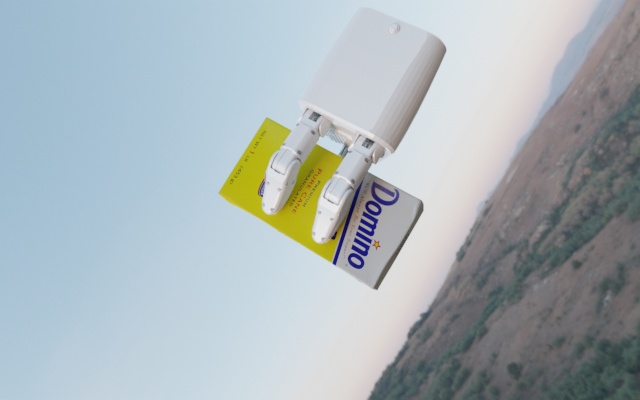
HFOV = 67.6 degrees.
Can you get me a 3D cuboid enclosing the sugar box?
[{"bbox_3d":[0.000,0.001,0.459,0.176,0.093,0.048,29,-6,18],"label":"sugar box"}]
